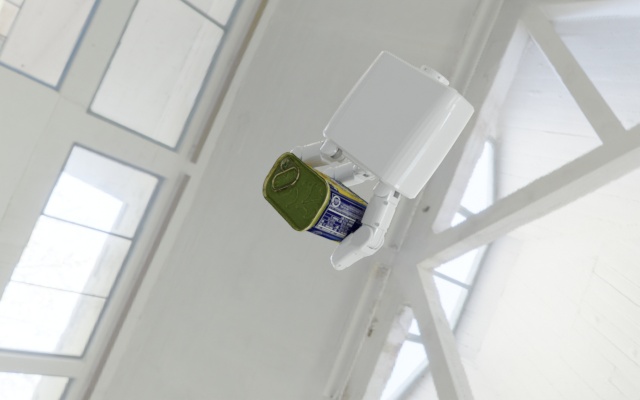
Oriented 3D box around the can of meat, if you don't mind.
[{"bbox_3d":[0.000,0.002,0.506,0.084,0.057,0.102,24,11,-41],"label":"can of meat"}]
